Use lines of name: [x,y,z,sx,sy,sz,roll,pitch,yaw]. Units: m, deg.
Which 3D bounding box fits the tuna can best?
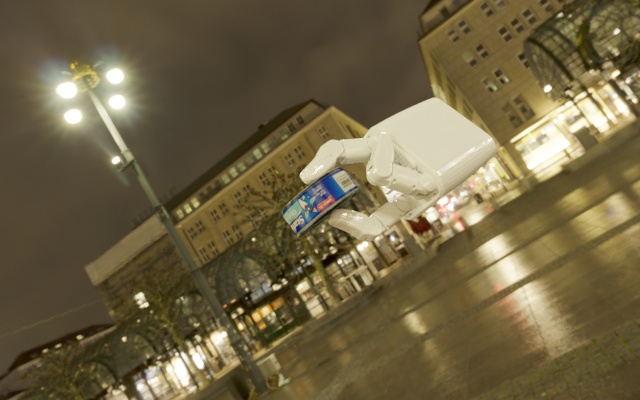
tuna can: [0.000,0.001,0.521,0.086,0.034,0.086,-37,-6,-4]
